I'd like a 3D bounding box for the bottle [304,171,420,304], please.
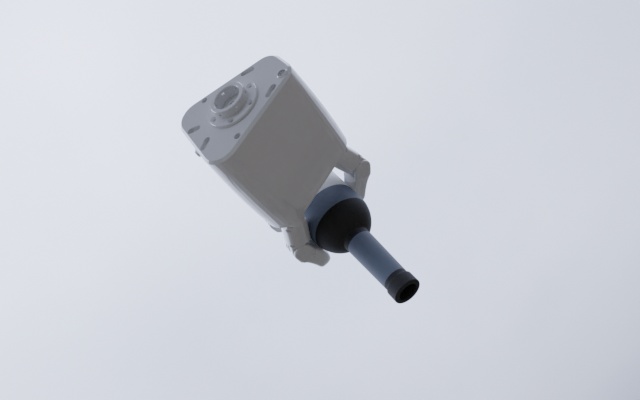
[{"bbox_3d":[0.000,0.002,0.514,0.069,0.069,0.295,0,32,-38],"label":"bottle"}]
